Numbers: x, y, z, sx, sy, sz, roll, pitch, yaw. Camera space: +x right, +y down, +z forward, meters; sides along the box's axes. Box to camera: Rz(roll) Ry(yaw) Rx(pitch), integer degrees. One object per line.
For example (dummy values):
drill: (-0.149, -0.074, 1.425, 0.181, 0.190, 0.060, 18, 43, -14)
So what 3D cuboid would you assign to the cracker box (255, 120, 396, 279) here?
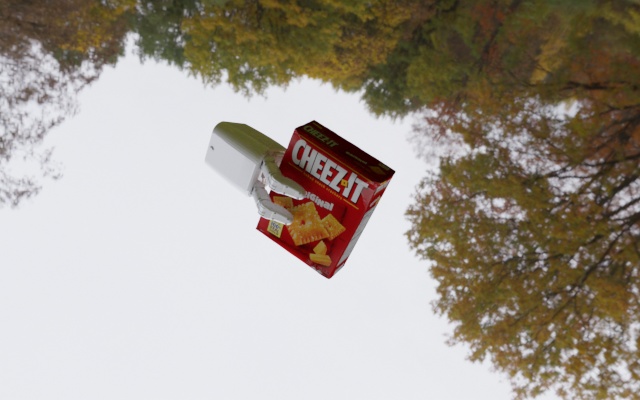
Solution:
cracker box: (0.000, 0.003, 0.792, 0.164, 0.214, 0.072, 34, 33, 14)
